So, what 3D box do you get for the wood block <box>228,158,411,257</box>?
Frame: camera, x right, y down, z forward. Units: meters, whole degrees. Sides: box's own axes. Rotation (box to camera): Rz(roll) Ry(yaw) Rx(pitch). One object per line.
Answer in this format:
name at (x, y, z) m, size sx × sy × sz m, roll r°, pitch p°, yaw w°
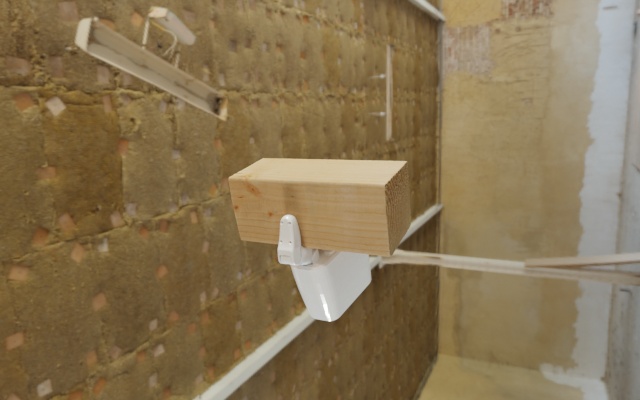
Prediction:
wood block at (0.000, 0.002, 0.602) m, size 0.206 × 0.090 × 0.090 m, roll 3°, pitch 24°, yaw 26°
